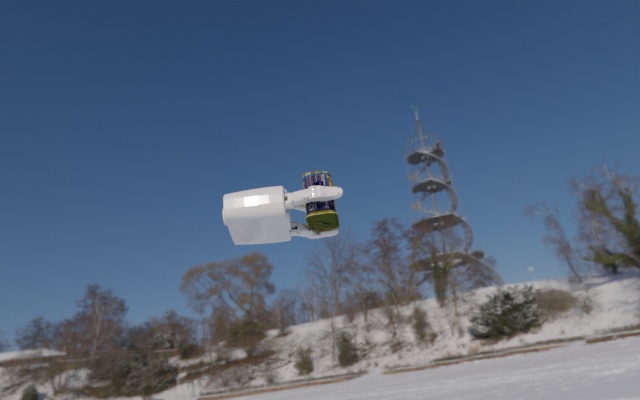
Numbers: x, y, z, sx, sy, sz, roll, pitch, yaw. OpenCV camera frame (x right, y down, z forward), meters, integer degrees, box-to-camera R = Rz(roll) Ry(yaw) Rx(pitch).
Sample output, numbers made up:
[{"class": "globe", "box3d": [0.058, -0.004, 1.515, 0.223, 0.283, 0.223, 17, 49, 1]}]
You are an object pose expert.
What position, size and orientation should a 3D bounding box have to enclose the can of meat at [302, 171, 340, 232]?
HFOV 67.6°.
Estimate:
[{"class": "can of meat", "box3d": [0.000, 0.003, 0.874, 0.057, 0.084, 0.102, -8, -21, 2]}]
